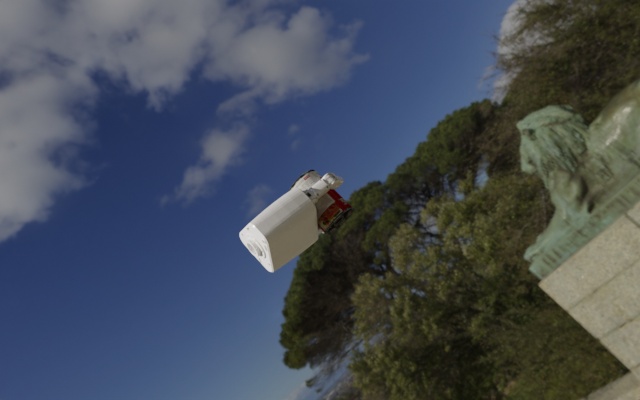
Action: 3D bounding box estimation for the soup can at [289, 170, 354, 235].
[{"bbox_3d":[0.000,0.002,0.852,0.102,0.068,0.068,45,15,15],"label":"soup can"}]
